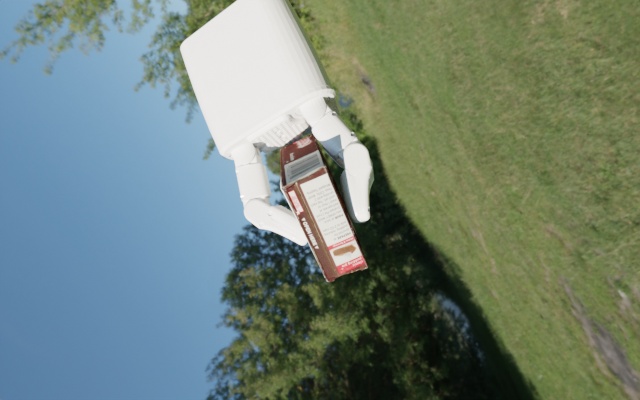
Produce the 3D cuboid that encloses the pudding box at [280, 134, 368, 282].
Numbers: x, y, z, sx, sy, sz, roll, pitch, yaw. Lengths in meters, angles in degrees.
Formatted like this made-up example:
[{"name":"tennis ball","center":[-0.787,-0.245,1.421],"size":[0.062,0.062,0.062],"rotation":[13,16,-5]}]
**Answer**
[{"name":"pudding box","center":[0.000,0.001,0.402],"size":[0.039,0.090,0.113],"rotation":[-23,21,5]}]
